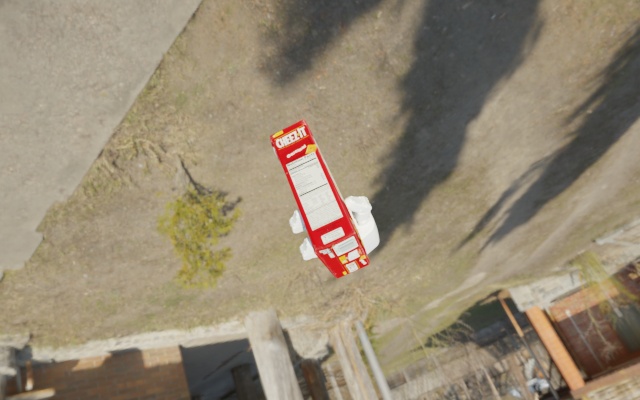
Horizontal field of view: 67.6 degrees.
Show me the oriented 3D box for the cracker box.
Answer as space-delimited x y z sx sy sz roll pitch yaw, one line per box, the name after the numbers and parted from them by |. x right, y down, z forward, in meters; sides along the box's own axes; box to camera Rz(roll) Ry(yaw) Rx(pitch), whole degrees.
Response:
0.000 0.003 0.776 0.072 0.213 0.164 -25 -26 3 | cracker box
